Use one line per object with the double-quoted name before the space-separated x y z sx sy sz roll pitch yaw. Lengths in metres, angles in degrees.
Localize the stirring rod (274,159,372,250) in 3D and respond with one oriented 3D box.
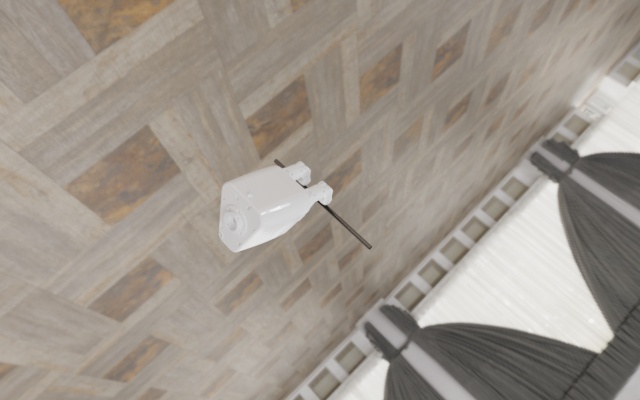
"stirring rod" 0.000 0.003 0.832 0.239 0.011 0.011 43 18 21
